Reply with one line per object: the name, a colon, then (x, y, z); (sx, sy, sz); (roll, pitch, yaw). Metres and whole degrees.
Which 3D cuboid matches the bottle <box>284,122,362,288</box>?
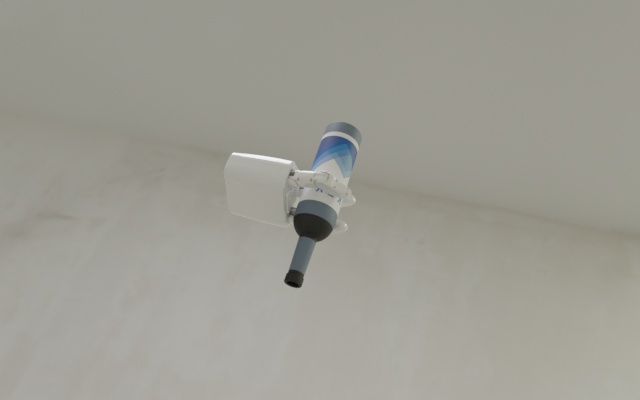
bottle: (0.000, 0.002, 0.772); (0.069, 0.295, 0.069); (14, -31, 8)
